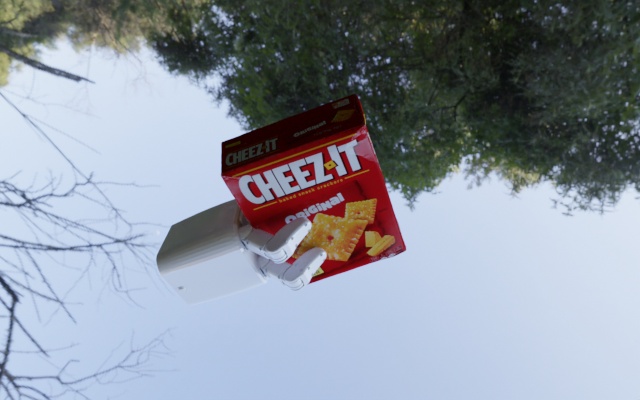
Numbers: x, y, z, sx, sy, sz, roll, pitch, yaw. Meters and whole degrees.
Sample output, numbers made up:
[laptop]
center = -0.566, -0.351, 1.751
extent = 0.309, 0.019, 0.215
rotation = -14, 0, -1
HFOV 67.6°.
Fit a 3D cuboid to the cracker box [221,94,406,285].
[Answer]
[cracker box]
center = 0.000, 0.002, 0.576
extent = 0.164, 0.214, 0.072
rotation = -19, 42, 7
